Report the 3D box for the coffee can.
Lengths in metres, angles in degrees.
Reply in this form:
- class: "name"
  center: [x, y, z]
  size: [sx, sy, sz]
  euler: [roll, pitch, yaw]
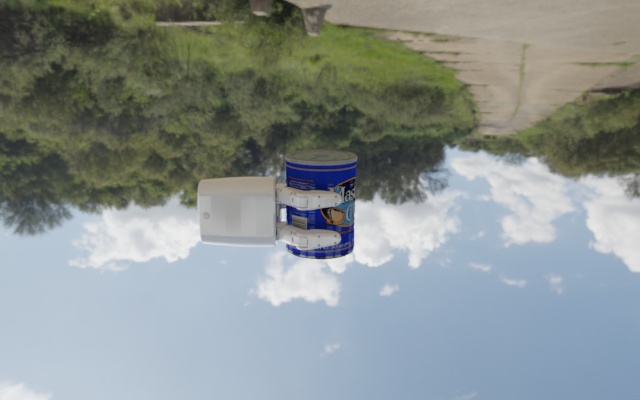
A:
- class: "coffee can"
  center: [0.000, 0.002, 0.695]
  size: [0.103, 0.140, 0.102]
  euler: [1, 14, 0]
